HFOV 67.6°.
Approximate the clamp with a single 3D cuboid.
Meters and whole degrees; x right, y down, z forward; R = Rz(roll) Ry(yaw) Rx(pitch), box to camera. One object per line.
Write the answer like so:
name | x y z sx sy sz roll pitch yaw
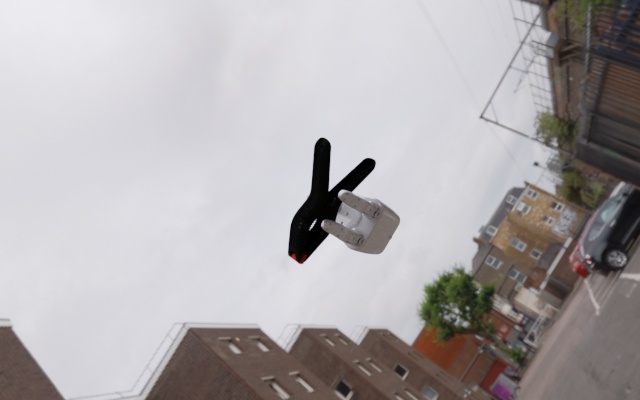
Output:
clamp | -0.001 0.003 0.757 0.036 0.210 0.164 33 4 33
